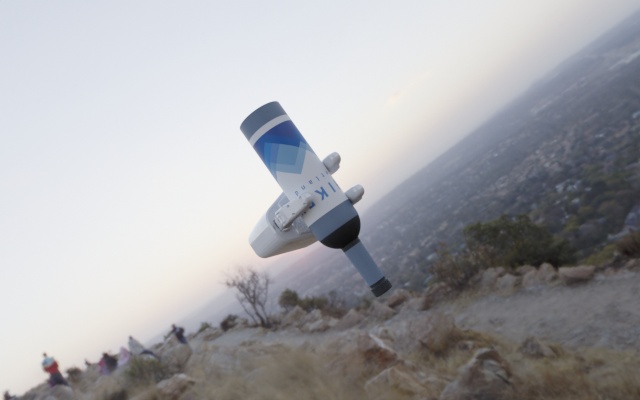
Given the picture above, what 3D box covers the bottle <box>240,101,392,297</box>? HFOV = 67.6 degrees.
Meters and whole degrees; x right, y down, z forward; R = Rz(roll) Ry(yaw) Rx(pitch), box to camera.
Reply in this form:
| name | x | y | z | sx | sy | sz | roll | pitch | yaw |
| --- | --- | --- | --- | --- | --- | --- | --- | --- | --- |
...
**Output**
| name | x | y | z | sx | sy | sz | roll | pitch | yaw |
| --- | --- | --- | --- | --- | --- | --- | --- | --- | --- |
| bottle | 0.000 | 0.002 | 0.649 | 0.069 | 0.295 | 0.069 | -35 | -5 | -3 |
